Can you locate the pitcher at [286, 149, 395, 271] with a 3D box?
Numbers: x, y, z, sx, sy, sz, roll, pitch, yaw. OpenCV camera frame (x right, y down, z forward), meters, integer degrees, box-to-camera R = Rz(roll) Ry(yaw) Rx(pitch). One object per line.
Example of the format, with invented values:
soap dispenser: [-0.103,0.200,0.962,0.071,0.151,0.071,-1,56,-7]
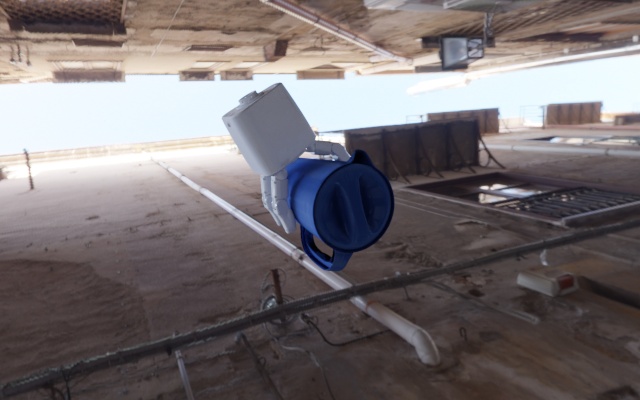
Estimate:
pitcher: [0.000,0.002,0.786,0.149,0.145,0.243,-39,23,-14]
